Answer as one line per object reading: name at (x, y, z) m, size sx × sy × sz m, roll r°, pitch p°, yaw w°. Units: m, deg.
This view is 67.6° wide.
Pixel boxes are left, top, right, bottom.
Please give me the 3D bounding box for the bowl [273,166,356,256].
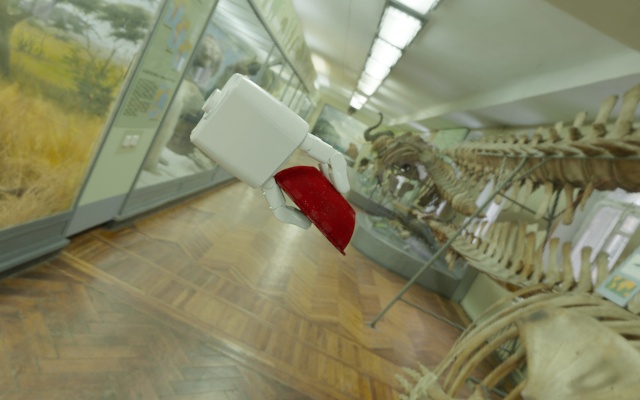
bowl at (0.001, 0.003, 0.687) m, size 0.055 × 0.162 × 0.162 m, roll -42°, pitch 1°, yaw -1°
